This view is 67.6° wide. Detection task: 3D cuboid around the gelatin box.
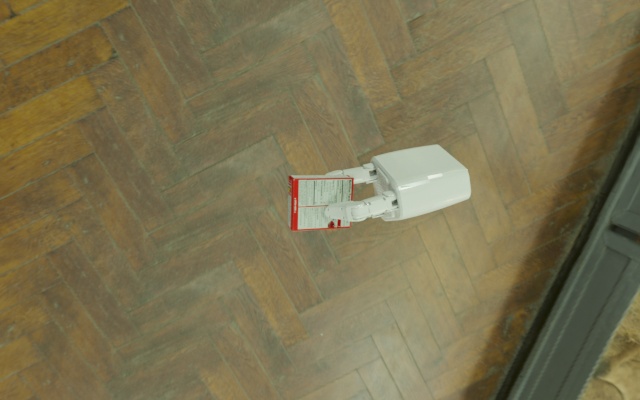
[{"bbox_3d":[0.000,0.002,0.662,0.089,0.073,0.030,-2,14,-18],"label":"gelatin box"}]
